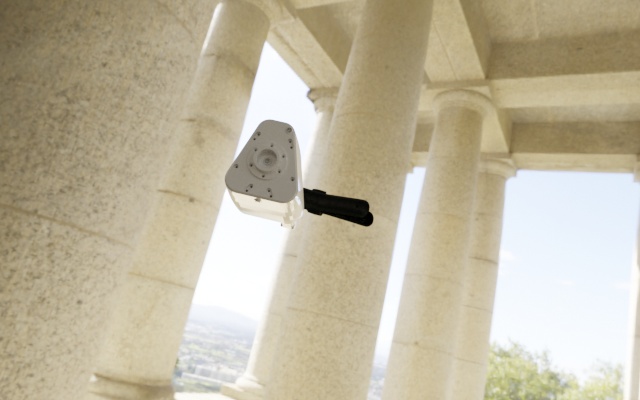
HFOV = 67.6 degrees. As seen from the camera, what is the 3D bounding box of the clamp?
[{"bbox_3d":[0.000,0.002,0.706,0.171,0.039,0.120,13,-14,3],"label":"clamp"}]
